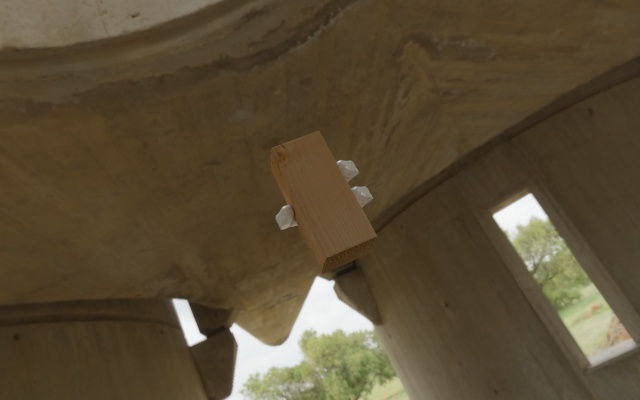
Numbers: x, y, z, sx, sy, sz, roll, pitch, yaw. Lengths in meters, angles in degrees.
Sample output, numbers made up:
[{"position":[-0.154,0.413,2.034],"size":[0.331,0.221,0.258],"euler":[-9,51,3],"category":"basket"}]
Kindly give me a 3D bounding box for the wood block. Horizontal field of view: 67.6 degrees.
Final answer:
[{"position":[0.000,0.003,0.790],"size":[0.091,0.206,0.090],"euler":[-23,-20,-14],"category":"wood block"}]
